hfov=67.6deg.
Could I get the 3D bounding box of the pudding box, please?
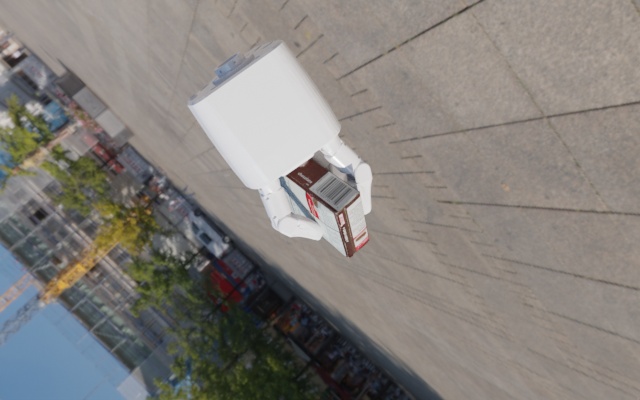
[{"bbox_3d":[0.000,0.002,0.540,0.113,0.039,0.090,39,-20,35],"label":"pudding box"}]
